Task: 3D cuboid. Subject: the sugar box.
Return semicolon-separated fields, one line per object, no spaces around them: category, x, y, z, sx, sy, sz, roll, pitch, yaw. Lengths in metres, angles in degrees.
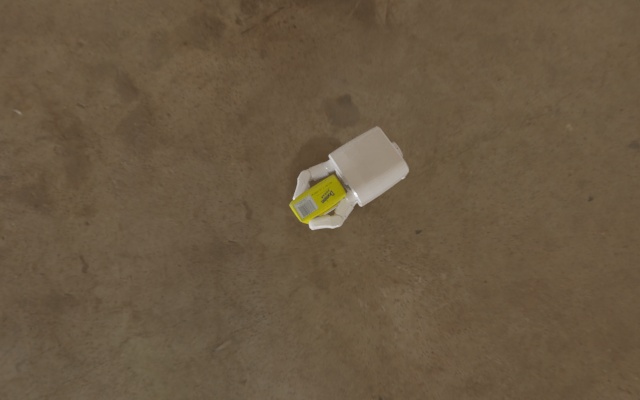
sugar box;0.001;0.003;0.885;0.093;0.048;0.176;-32;-8;1
